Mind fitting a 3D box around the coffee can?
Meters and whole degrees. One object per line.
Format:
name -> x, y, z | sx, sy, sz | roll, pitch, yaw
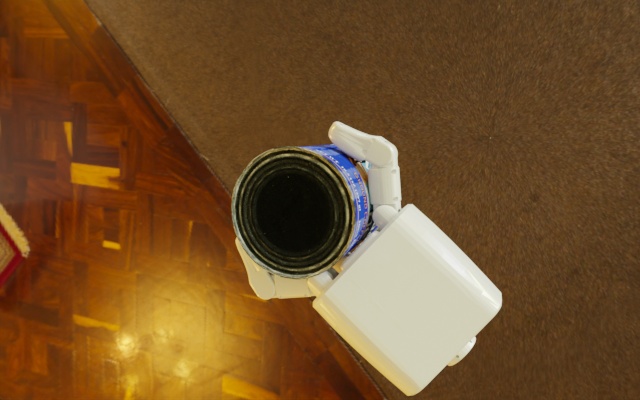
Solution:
coffee can -> 0.000, 0.001, 0.426 | 0.103, 0.103, 0.140 | 0, 7, 19
